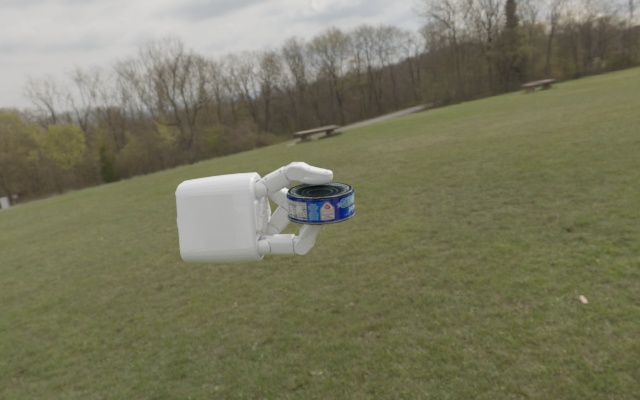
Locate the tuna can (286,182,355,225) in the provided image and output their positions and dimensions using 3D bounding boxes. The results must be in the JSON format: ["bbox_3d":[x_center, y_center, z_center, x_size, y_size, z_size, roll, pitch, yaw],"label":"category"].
[{"bbox_3d":[0.000,0.001,0.598,0.086,0.034,0.086,-3,15,1],"label":"tuna can"}]
